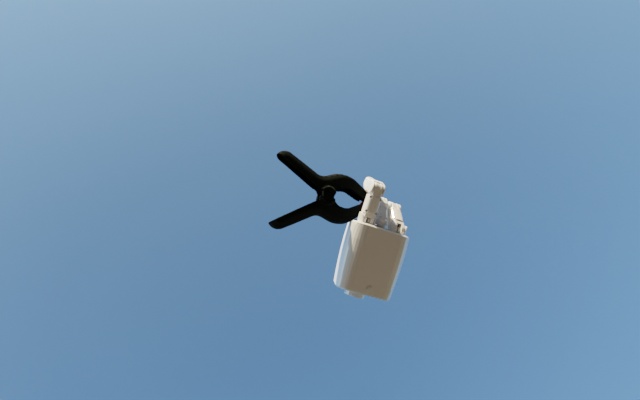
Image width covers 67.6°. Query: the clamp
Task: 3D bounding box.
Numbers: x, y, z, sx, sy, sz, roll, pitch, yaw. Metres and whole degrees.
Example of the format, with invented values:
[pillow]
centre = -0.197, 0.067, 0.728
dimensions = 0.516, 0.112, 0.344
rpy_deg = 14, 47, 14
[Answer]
[clamp]
centre = 0.000, 0.002, 0.739
dimensions = 0.171, 0.120, 0.039
rpy_deg = 17, -8, -12
